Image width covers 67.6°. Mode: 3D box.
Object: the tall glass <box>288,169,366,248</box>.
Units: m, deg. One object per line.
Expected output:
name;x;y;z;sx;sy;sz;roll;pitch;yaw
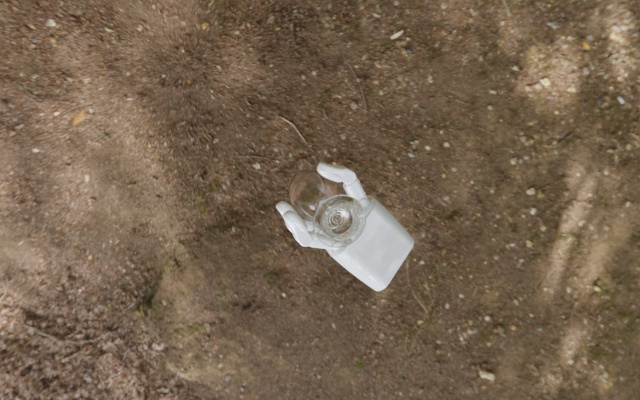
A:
tall glass;0.000;0.002;0.728;0.079;0.079;0.201;0;16;-16
